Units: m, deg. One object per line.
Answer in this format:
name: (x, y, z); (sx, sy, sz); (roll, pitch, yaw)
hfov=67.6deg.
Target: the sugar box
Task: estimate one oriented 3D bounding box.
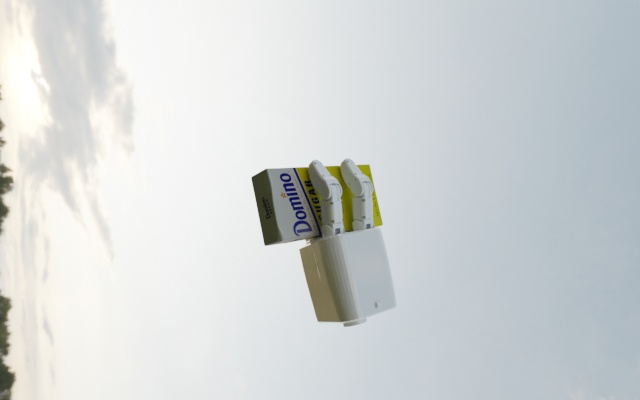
sugar box: (0.001, 0.002, 0.637); (0.176, 0.093, 0.048); (-6, -10, -41)
